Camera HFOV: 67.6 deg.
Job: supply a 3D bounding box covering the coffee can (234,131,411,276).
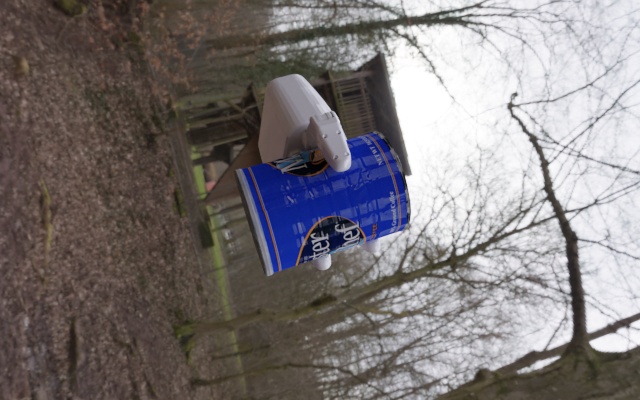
[{"bbox_3d":[0.000,0.002,0.455,0.140,0.103,0.103,-17,3,-10],"label":"coffee can"}]
